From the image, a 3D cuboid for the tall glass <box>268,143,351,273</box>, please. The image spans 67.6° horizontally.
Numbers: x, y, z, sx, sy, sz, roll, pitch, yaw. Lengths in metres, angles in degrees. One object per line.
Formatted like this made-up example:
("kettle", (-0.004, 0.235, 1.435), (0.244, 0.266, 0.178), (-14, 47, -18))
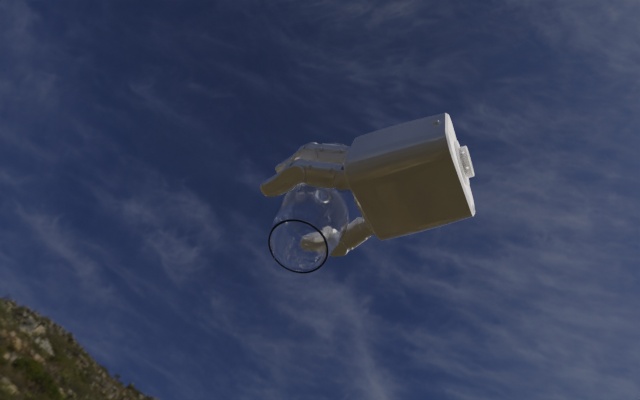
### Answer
("tall glass", (0.000, 0.002, 0.552), (0.079, 0.079, 0.201), (0, 26, 15))
